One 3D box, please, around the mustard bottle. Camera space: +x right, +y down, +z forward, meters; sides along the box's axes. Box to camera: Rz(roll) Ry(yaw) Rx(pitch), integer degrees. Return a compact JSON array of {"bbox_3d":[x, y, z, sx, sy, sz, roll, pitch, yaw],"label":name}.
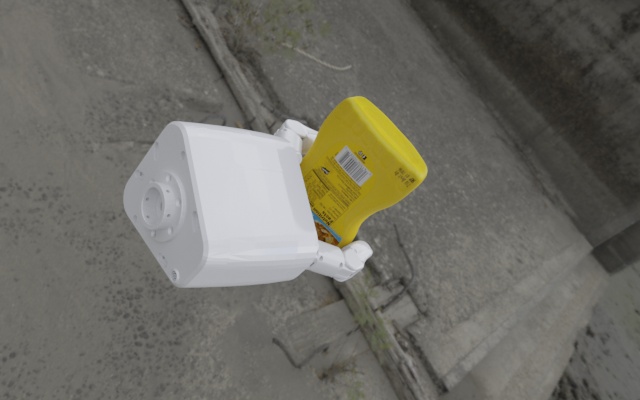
[{"bbox_3d":[0.000,0.001,0.448,0.192,0.096,0.058,-44,-5,29],"label":"mustard bottle"}]
